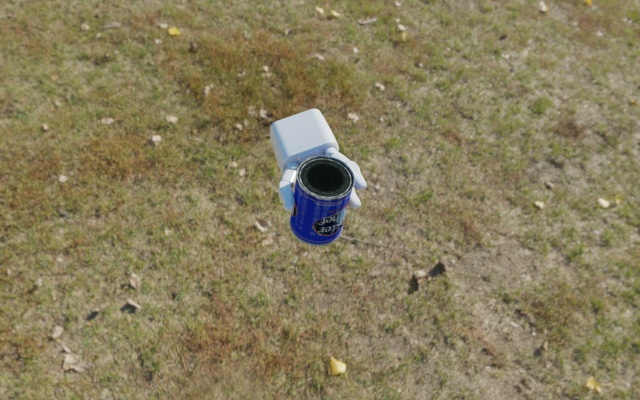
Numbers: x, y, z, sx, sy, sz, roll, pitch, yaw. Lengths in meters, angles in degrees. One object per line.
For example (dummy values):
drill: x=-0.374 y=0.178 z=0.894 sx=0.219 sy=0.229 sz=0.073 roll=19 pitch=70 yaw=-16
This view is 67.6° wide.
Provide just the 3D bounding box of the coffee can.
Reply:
coffee can: x=0.000 y=0.003 z=0.872 sx=0.103 sy=0.102 sz=0.140 roll=0 pitch=-39 yaw=-10
